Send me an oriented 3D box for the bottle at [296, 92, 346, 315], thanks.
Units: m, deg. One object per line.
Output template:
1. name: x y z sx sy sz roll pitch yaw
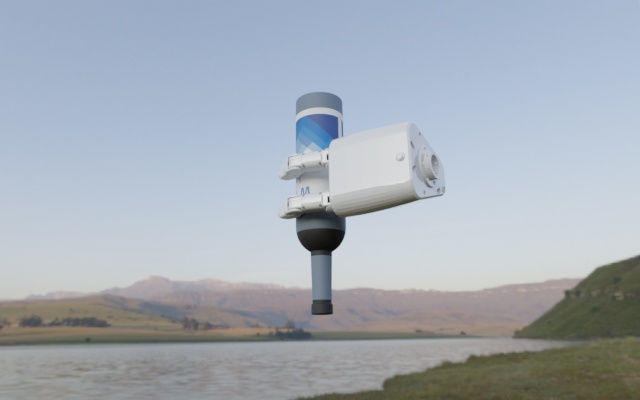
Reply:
1. bottle: 0.000 0.002 0.641 0.069 0.295 0.069 -1 -16 0
